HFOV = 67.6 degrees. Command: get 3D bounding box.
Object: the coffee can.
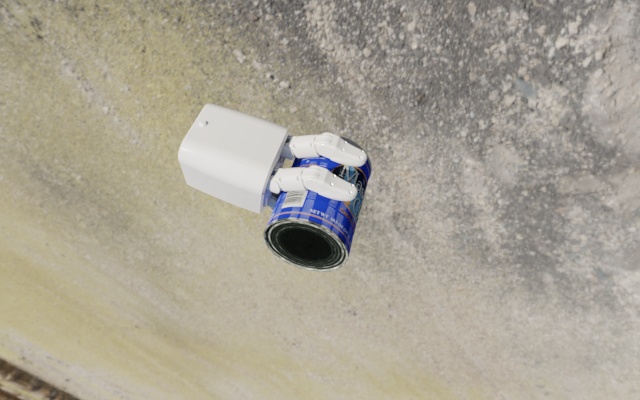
[{"bbox_3d":[0.000,0.002,0.592,0.103,0.140,0.103,12,-38,9],"label":"coffee can"}]
